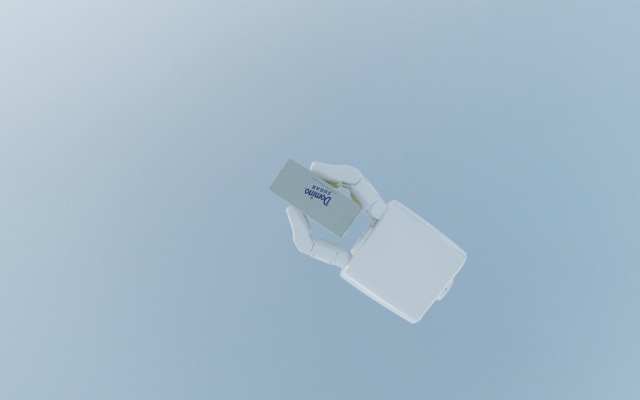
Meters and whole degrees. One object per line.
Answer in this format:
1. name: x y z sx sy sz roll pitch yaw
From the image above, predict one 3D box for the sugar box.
1. sugar box: 0.001 0.001 0.570 0.093 0.048 0.176 34 -3 4
